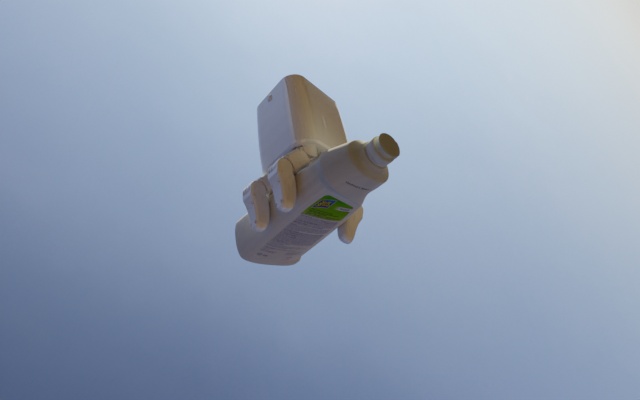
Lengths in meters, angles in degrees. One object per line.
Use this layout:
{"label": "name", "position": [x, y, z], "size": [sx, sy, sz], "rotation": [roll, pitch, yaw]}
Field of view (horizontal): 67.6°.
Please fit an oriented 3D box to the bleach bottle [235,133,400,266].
{"label": "bleach bottle", "position": [0.000, 0.002, 0.561], "size": [0.102, 0.068, 0.251], "rotation": [9, -32, -38]}
